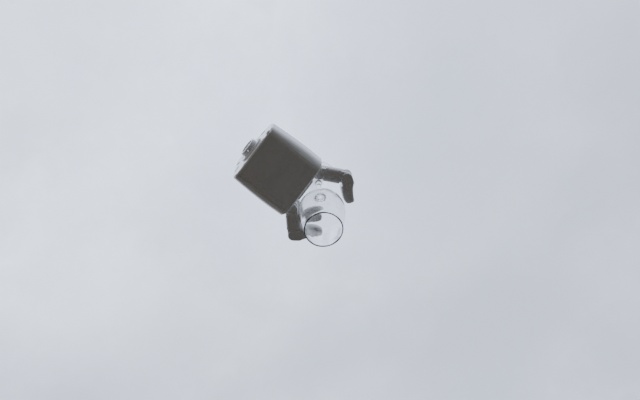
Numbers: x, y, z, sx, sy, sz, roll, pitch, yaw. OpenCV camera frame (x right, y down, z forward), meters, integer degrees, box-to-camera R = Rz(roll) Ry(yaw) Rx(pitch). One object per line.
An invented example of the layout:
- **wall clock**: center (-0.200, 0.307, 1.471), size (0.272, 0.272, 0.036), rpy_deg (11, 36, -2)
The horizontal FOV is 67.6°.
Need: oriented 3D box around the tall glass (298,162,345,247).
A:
- **tall glass**: center (0.000, 0.002, 0.824), size (0.079, 0.079, 0.201), rpy_deg (0, 26, -3)
